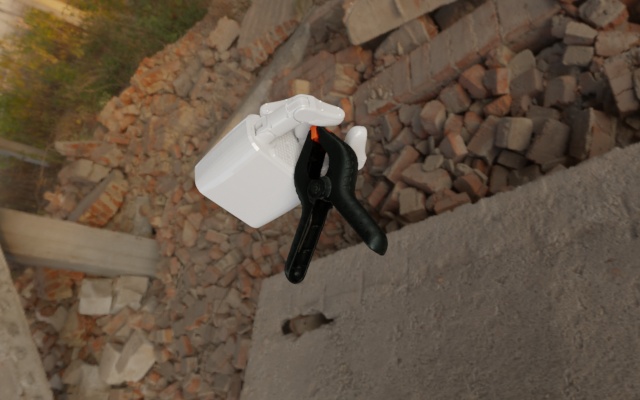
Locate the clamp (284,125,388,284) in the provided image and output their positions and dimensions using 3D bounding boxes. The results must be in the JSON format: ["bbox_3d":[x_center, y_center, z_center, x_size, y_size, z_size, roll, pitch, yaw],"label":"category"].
[{"bbox_3d":[0.000,0.001,0.498,0.120,0.171,0.039,-28,-37,24],"label":"clamp"}]
